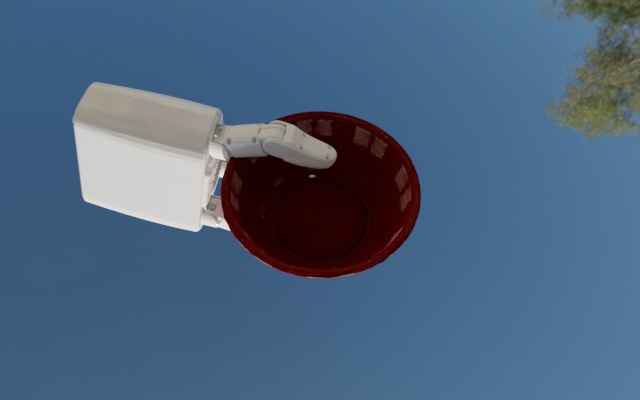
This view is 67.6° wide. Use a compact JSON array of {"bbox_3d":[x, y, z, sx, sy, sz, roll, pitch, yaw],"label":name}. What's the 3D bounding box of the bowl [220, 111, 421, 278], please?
[{"bbox_3d":[0.001,0.002,0.406,0.162,0.162,0.055,0,-33,-1],"label":"bowl"}]
